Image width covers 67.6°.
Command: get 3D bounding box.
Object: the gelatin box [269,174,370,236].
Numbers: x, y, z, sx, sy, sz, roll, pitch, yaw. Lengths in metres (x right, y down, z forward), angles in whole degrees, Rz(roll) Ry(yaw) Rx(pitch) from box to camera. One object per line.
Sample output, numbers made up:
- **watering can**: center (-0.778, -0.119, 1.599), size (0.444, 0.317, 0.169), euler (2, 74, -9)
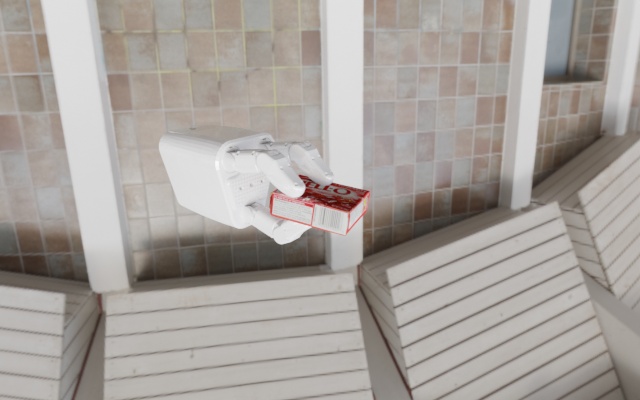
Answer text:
- **gelatin box**: center (0.000, 0.002, 0.516), size (0.089, 0.030, 0.073), euler (15, 23, 18)
